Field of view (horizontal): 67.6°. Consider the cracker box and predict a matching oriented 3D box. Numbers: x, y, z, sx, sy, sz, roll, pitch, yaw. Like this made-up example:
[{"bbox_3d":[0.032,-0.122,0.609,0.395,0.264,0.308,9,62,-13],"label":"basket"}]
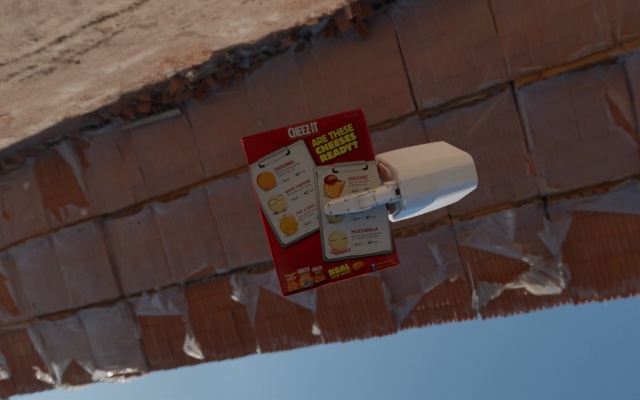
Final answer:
[{"bbox_3d":[0.000,0.002,0.646,0.164,0.214,0.072,-15,4,-6],"label":"cracker box"}]
